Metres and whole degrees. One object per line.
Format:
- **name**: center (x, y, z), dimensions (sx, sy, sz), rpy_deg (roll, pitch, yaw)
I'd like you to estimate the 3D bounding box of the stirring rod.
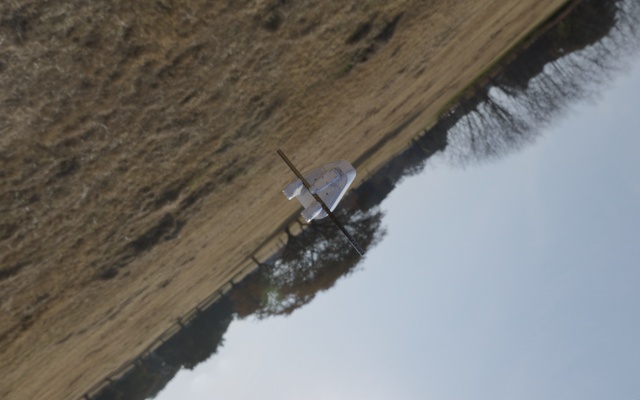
- **stirring rod**: center (0.000, 0.003, 0.851), dimensions (0.011, 0.239, 0.011), rpy_deg (-39, -2, -2)
